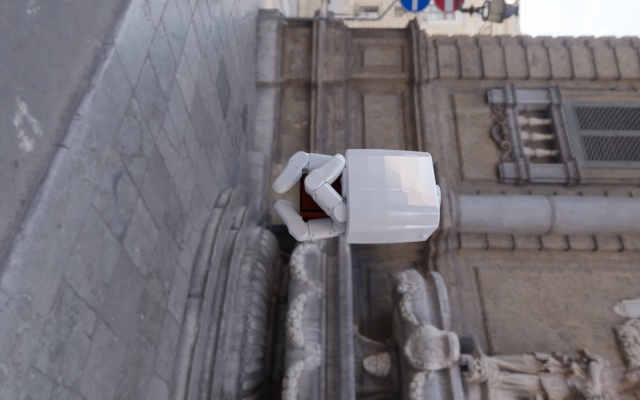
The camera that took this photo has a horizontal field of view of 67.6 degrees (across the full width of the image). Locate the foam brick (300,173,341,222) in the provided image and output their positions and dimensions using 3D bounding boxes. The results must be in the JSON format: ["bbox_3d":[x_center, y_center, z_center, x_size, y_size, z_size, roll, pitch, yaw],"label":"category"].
[{"bbox_3d":[0.000,0.002,0.624,0.051,0.053,0.078,0,-17,0],"label":"foam brick"}]
